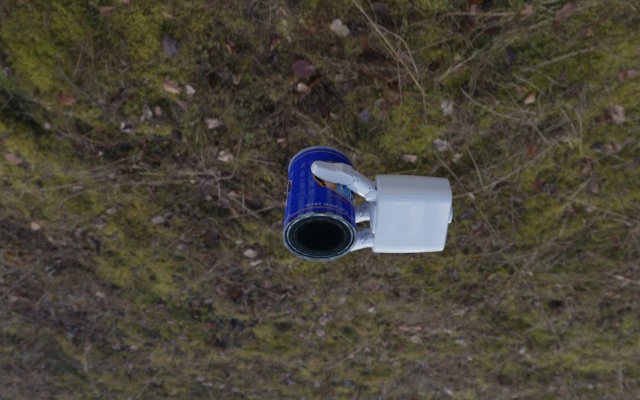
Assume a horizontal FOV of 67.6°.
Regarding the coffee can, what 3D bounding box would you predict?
[{"bbox_3d":[0.000,0.002,0.703,0.103,0.140,0.103,1,-45,1],"label":"coffee can"}]
